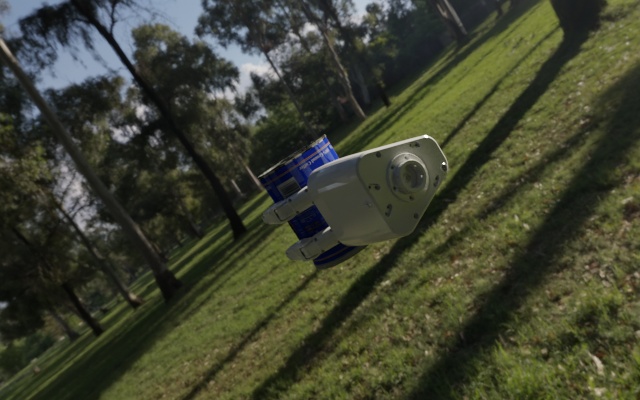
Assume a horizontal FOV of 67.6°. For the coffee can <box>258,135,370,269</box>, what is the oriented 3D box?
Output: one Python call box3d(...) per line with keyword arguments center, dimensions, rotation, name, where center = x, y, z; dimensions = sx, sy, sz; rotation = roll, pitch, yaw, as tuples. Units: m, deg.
box3d(center=(0.000, 0.002, 0.614), dimensions=(0.103, 0.140, 0.103), rotation=(-32, 8, 5), name="coffee can")
